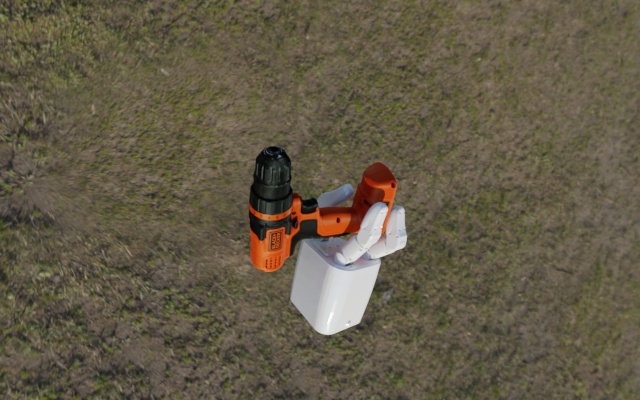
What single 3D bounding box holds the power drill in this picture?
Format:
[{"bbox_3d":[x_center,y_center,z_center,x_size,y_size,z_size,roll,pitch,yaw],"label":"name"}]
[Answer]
[{"bbox_3d":[0.001,0.002,0.605,0.187,0.185,0.057,-9,45,-21],"label":"power drill"}]
